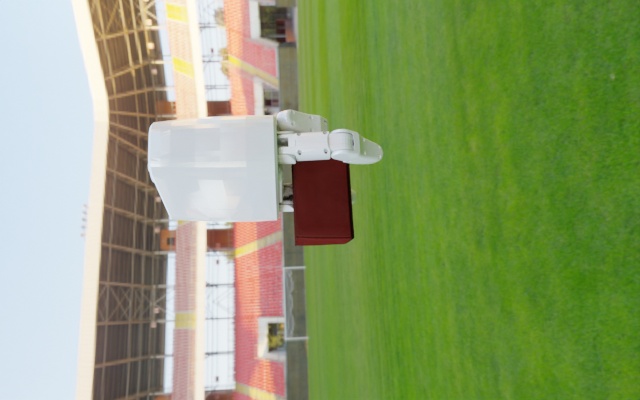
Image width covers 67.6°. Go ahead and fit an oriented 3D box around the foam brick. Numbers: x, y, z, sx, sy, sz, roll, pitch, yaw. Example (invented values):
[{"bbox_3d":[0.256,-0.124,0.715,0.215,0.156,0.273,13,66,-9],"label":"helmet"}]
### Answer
[{"bbox_3d":[0.000,0.002,0.444,0.051,0.078,0.053,-2,-13,-6],"label":"foam brick"}]
